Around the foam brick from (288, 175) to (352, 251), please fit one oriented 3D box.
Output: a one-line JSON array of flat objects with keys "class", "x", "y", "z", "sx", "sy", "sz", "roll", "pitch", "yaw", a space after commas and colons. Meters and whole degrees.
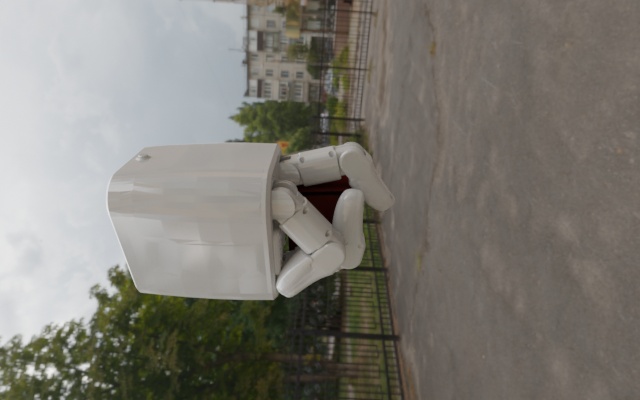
[{"class": "foam brick", "x": 0.000, "y": 0.001, "z": 0.402, "sx": 0.051, "sy": 0.053, "sz": 0.078, "roll": -2, "pitch": 23, "yaw": 2}]
